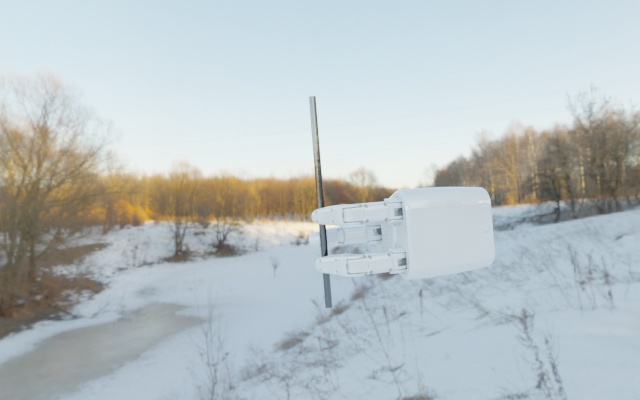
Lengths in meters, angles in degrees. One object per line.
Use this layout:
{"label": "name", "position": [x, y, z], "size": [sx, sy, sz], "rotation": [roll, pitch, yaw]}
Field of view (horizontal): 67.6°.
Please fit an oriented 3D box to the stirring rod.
{"label": "stirring rod", "position": [0.000, 0.002, 0.544], "size": [0.011, 0.239, 0.011], "rotation": [-5, 0, 0]}
